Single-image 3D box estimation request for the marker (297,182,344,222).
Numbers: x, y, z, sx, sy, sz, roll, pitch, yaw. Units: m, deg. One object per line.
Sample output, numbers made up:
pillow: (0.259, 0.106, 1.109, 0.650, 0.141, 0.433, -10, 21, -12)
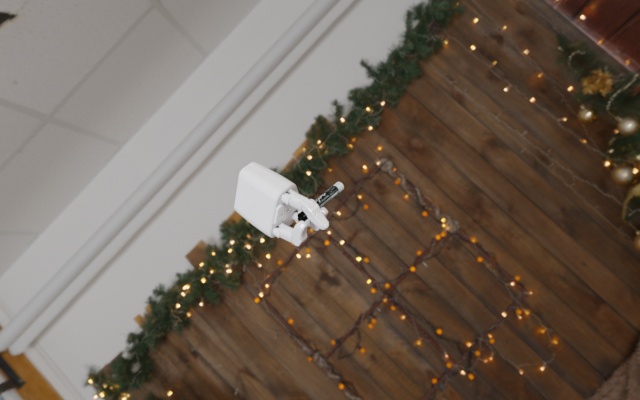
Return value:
marker: (0.000, 0.003, 0.892, 0.020, 0.020, 0.121, 0, 32, 49)
